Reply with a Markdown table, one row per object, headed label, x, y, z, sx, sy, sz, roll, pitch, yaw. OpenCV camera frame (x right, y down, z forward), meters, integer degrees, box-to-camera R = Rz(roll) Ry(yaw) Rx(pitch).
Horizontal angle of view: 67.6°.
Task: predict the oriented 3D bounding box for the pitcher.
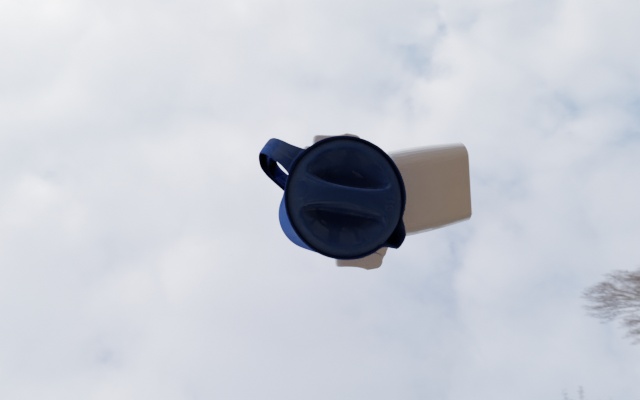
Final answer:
| label | x | y | z | sx | sy | sz | roll | pitch | yaw |
| --- | --- | --- | --- | --- | --- | --- | --- | --- | --- |
| pitcher | 0.000 | 0.002 | 0.616 | 0.145 | 0.149 | 0.243 | -10 | -4 | -11 |
